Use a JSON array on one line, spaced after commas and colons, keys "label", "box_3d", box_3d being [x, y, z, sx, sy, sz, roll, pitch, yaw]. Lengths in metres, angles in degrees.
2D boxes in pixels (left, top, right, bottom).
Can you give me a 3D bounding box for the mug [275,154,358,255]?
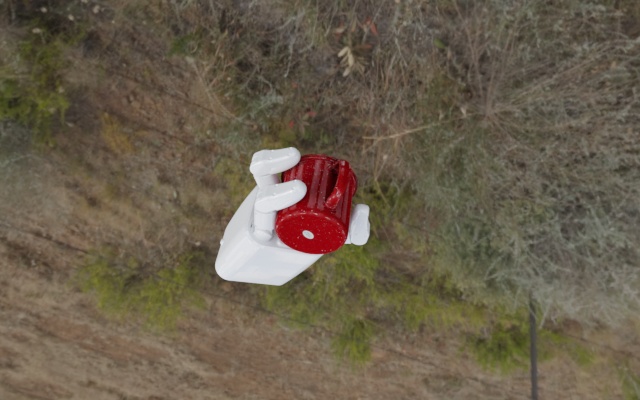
[{"label": "mug", "box_3d": [0.001, 0.001, 0.537, 0.093, 0.081, 0.117, 26, -43, -19]}]
